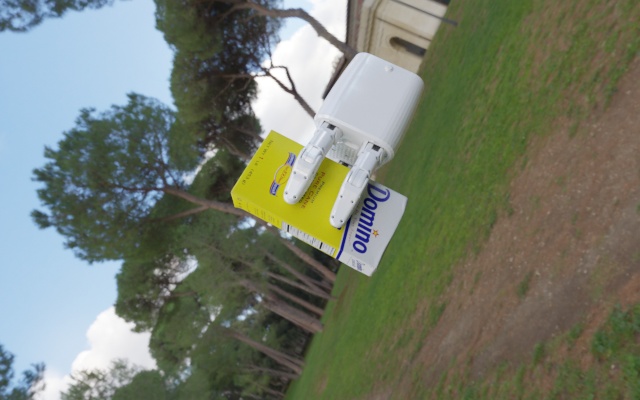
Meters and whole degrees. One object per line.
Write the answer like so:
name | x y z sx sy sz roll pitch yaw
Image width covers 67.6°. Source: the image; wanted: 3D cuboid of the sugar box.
sugar box | 0.000 0.001 0.533 0.176 0.093 0.048 26 -21 7
